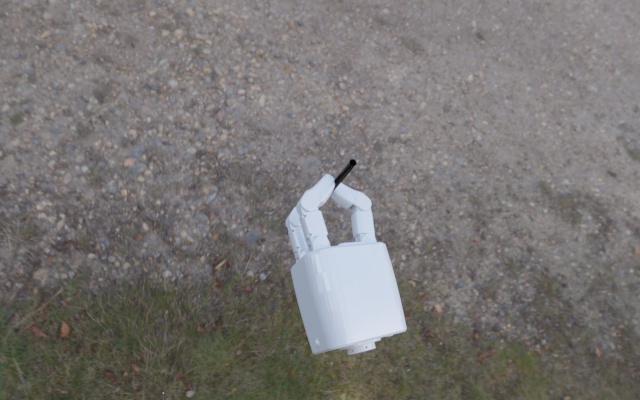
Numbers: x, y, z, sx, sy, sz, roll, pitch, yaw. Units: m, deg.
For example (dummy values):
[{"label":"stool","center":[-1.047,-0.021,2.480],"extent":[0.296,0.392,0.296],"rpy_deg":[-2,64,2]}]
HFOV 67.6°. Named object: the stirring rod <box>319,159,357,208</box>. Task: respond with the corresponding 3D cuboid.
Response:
[{"label":"stirring rod","center":[0.000,0.002,0.622],"extent":[0.011,0.011,0.240],"rpy_deg":[0,-21,-18]}]
